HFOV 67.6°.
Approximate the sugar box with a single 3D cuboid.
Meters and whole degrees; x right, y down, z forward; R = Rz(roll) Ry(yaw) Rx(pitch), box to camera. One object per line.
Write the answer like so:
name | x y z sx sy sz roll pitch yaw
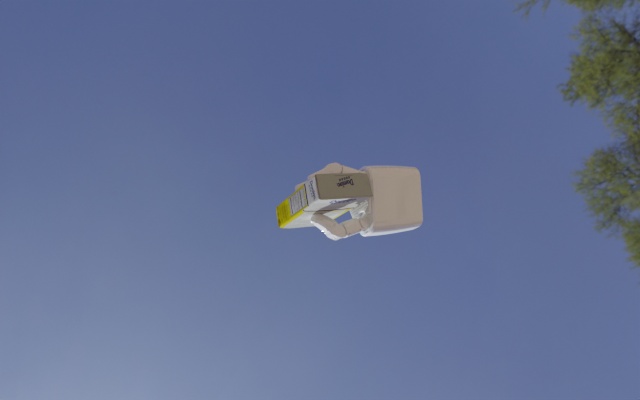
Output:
sugar box | 0.000 0.002 0.777 0.093 0.048 0.176 -3 -18 -27
